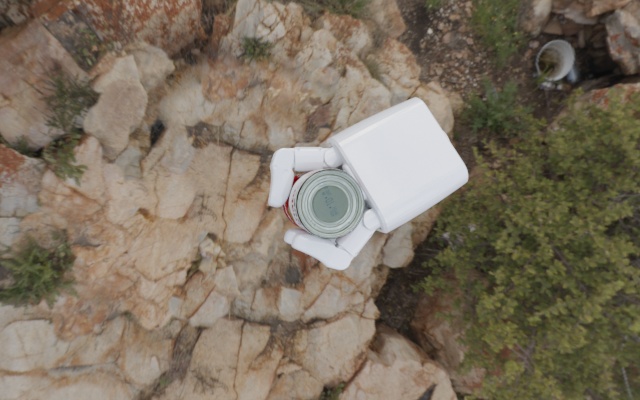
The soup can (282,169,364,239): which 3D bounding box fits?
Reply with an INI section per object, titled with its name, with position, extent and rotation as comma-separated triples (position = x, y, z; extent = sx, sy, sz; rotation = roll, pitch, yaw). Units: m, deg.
[soup can]
position = 0.000, 0.002, 0.493
extent = 0.068, 0.068, 0.102
rotation = 0, 2, -12
